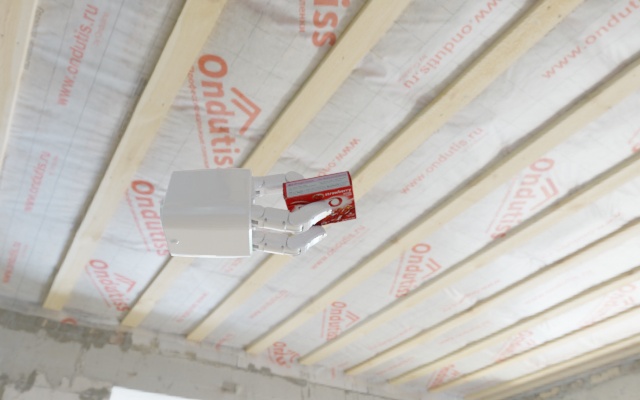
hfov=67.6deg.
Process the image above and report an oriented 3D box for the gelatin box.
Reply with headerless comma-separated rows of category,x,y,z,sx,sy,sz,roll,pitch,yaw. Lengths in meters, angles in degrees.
gelatin box,0.000,0.002,0.627,0.089,0.030,0.073,-11,-38,1
